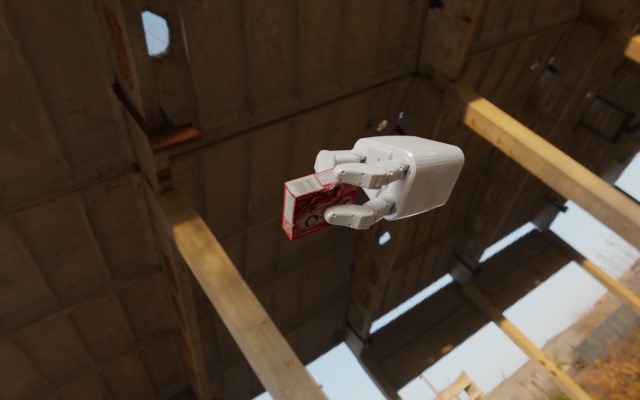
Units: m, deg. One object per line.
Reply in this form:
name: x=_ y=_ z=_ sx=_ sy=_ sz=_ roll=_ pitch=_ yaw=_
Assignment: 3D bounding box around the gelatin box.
gelatin box: x=0.000 y=0.002 z=0.570 sx=0.089 sy=0.073 sz=0.030 roll=-18 pitch=50 yaw=-25
